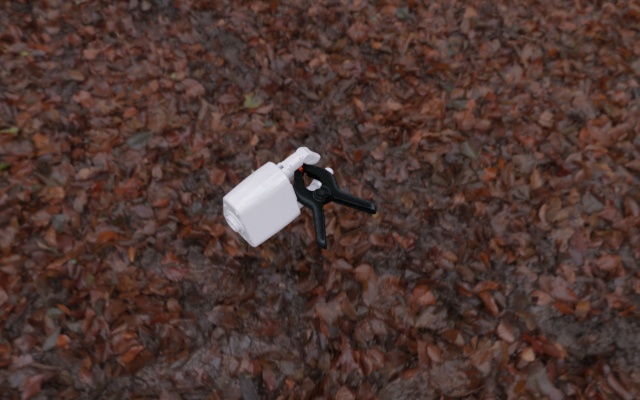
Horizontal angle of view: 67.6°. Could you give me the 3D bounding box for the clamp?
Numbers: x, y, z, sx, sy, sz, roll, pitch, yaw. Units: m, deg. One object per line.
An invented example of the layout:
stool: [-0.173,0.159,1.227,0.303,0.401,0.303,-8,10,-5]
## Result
clamp: [0.000,0.002,0.842,0.171,0.120,0.039,40,-22,25]
